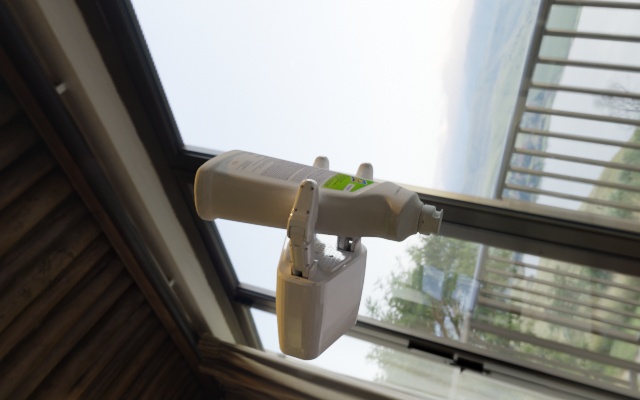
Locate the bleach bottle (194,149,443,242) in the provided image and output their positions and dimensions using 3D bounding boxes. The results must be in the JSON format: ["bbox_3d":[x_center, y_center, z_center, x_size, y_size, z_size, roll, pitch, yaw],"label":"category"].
[{"bbox_3d":[0.000,0.002,0.509,0.251,0.068,0.102,12,26,18],"label":"bleach bottle"}]
